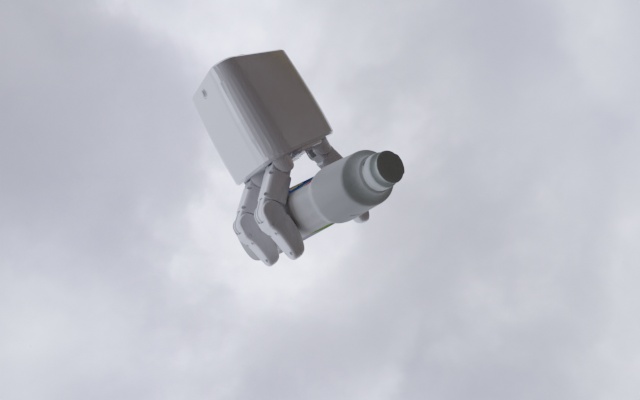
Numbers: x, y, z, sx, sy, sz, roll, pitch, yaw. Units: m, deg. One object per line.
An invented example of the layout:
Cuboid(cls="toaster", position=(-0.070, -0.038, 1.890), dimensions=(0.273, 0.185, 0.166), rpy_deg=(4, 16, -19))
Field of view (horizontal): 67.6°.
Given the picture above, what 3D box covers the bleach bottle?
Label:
Cuboid(cls="bleach bottle", position=(0.000, 0.002, 0.491), dimensions=(0.102, 0.068, 0.251), rpy_deg=(-29, 1, -34))
